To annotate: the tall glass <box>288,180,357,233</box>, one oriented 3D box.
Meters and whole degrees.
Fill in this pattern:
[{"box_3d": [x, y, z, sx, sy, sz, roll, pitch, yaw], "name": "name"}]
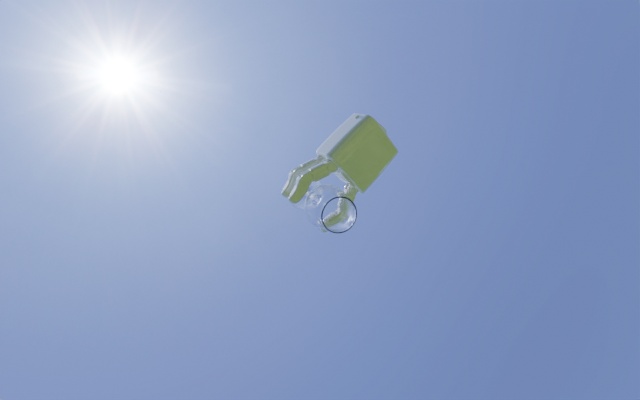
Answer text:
[{"box_3d": [0.000, 0.003, 0.862, 0.079, 0.079, 0.201, 0, 12, -18], "name": "tall glass"}]
